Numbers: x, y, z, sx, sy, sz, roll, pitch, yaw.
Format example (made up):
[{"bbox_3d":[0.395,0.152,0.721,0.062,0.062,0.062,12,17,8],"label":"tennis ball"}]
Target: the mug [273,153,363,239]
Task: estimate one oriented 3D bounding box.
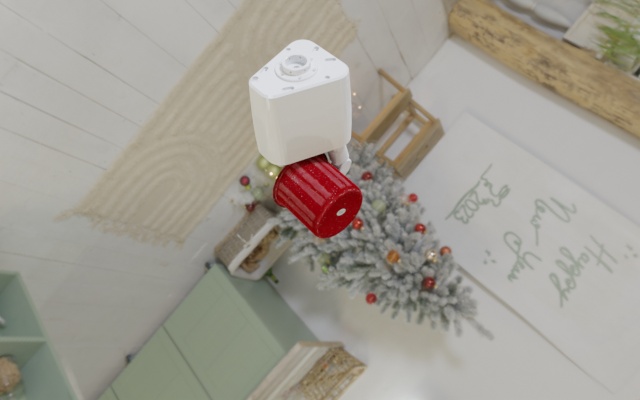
[{"bbox_3d":[0.000,0.003,0.624,0.093,0.117,0.081,-34,57,-21],"label":"mug"}]
